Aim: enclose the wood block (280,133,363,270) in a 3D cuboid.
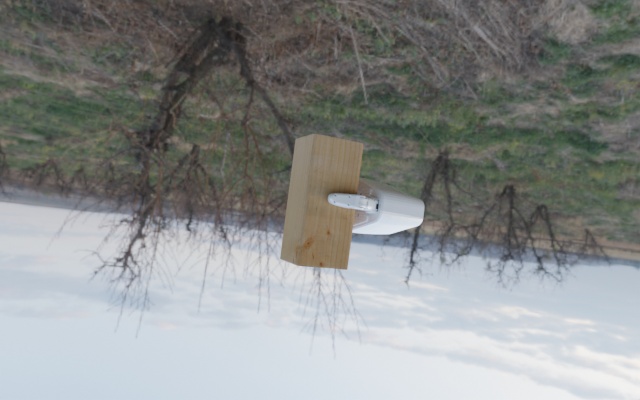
[{"bbox_3d":[0.001,0.003,0.786,0.090,0.206,0.091,8,-2,-23],"label":"wood block"}]
